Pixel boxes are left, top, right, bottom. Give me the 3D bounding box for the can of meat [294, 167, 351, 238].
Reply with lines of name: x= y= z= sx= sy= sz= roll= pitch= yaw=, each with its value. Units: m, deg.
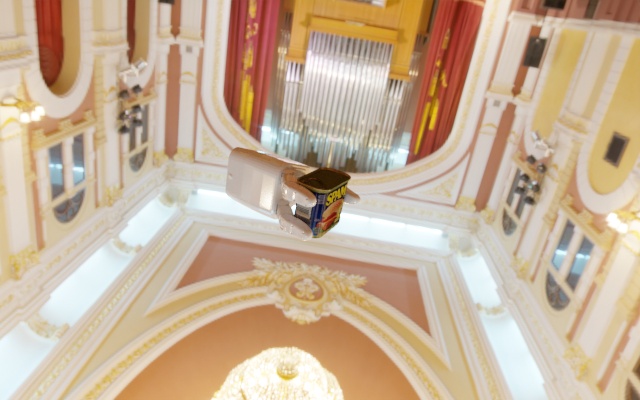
can of meat: x=0.000 y=0.003 z=0.756 sx=0.057 sy=0.084 sz=0.102 roll=21 pitch=25 yaw=22
